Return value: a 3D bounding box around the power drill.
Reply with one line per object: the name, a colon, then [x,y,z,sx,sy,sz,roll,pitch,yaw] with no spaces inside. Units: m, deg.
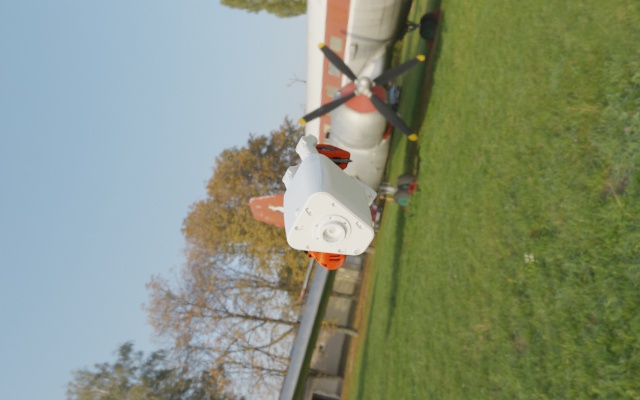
power drill: [0.000,0.002,0.795,0.057,0.188,0.184,-2,13,-19]
